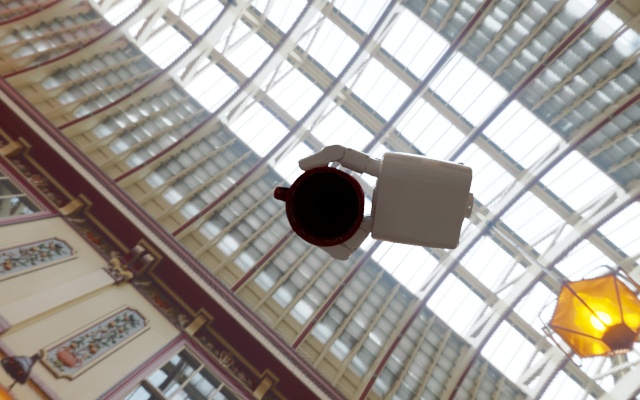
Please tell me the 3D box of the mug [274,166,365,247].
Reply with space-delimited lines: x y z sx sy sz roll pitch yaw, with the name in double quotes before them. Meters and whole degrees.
"mug" -0.001 0.002 0.589 0.117 0.093 0.081 10 7 10
